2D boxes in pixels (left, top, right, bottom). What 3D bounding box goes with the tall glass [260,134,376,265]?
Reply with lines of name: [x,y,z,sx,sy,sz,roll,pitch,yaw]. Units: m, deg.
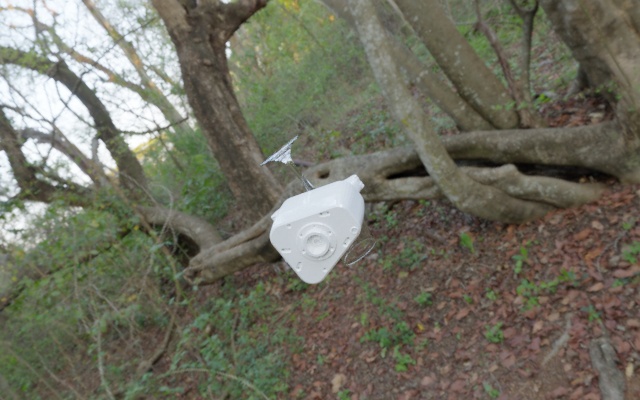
tall glass: [0.000,0.002,0.721,0.079,0.201,0.079,-37,10,7]
